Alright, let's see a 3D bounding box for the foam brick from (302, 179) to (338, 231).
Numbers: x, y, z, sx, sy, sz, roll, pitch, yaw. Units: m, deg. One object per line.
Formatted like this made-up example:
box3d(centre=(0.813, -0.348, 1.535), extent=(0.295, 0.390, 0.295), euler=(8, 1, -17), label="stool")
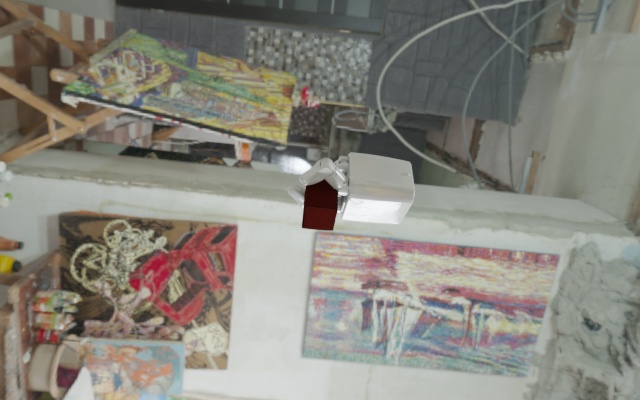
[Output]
box3d(centre=(0.000, 0.003, 0.766), extent=(0.051, 0.078, 0.053), euler=(8, -45, -4), label="foam brick")
